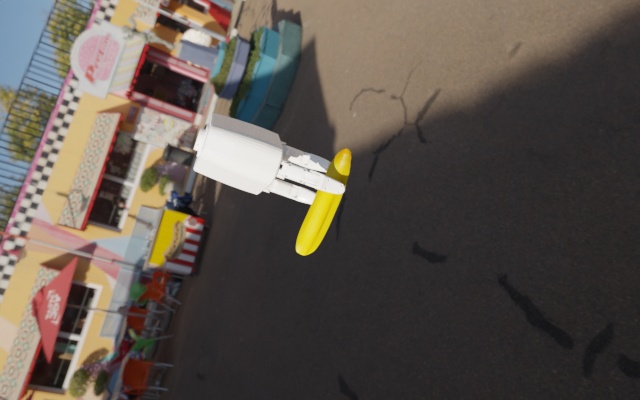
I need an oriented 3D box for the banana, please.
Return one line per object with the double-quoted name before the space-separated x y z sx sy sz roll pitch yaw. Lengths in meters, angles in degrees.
"banana" 0.000 0.014 0.731 0.037 0.198 0.069 19 26 -13
